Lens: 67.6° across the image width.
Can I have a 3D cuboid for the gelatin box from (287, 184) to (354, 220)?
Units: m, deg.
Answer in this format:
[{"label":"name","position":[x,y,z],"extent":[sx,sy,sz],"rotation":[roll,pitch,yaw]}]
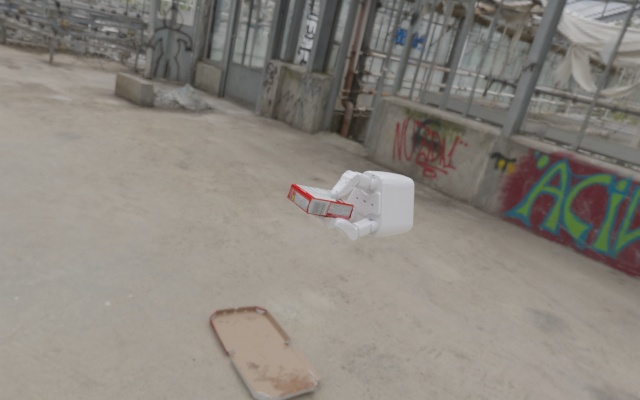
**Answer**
[{"label":"gelatin box","position":[0.000,0.002,0.800],"extent":[0.089,0.030,0.073],"rotation":[10,15,-35]}]
